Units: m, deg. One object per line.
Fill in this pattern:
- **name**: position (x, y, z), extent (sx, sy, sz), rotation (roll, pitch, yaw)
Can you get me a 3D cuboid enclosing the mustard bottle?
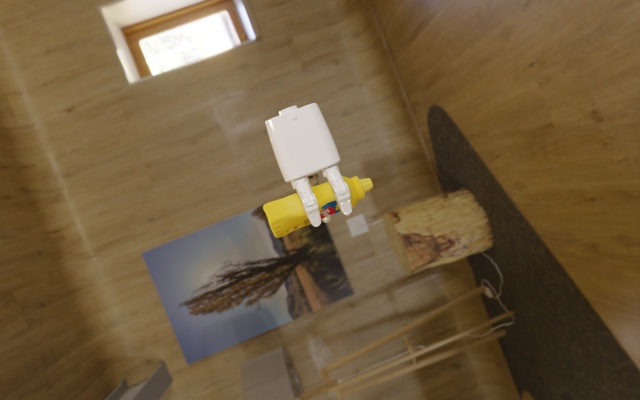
- **mustard bottle**: position (0.000, 0.003, 0.829), extent (0.191, 0.058, 0.096), rotation (-22, -18, -5)
